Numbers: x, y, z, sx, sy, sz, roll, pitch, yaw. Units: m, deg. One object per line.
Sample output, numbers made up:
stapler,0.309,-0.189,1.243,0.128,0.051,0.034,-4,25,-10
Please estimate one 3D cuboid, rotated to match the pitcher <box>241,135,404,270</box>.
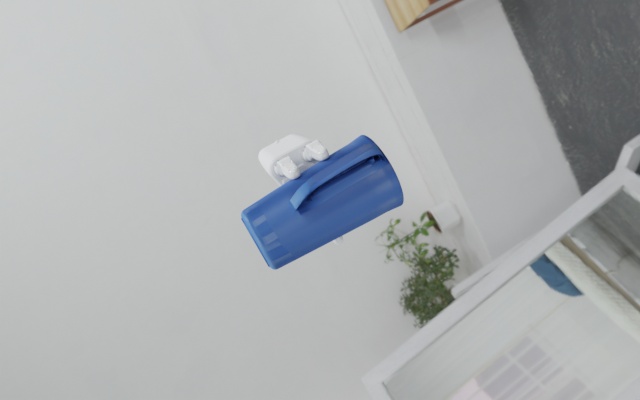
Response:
pitcher,0.000,0.002,0.758,0.243,0.149,0.145,-30,27,-9
